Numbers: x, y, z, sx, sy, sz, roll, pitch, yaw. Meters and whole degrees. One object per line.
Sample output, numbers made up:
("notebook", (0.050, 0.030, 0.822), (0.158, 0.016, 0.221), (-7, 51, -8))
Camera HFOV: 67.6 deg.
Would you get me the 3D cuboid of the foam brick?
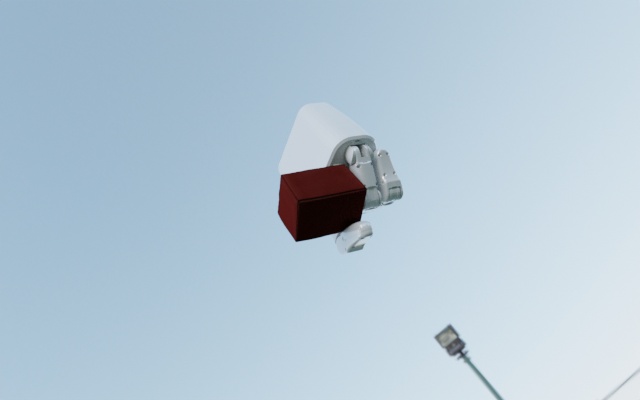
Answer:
("foam brick", (0.000, 0.002, 0.497), (0.078, 0.053, 0.051), (-11, 39, -25))
